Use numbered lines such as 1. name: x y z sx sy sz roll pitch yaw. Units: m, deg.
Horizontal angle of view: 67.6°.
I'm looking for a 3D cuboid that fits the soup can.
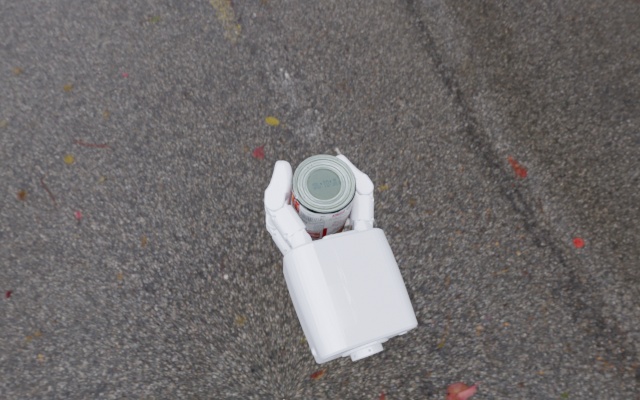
1. soup can: 0.000 0.001 0.527 0.068 0.068 0.102 0 -22 -4
